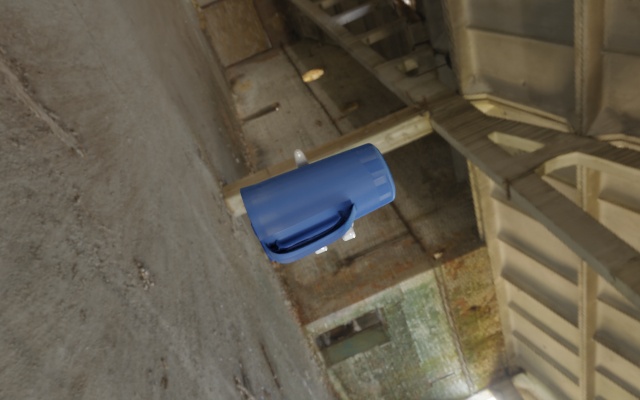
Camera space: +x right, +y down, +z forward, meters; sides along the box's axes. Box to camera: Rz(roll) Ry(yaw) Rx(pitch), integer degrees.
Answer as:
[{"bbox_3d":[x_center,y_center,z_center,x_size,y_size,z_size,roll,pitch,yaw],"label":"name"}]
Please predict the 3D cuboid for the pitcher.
[{"bbox_3d":[0.000,0.003,0.798,0.243,0.149,0.145,-23,-7,-2],"label":"pitcher"}]
